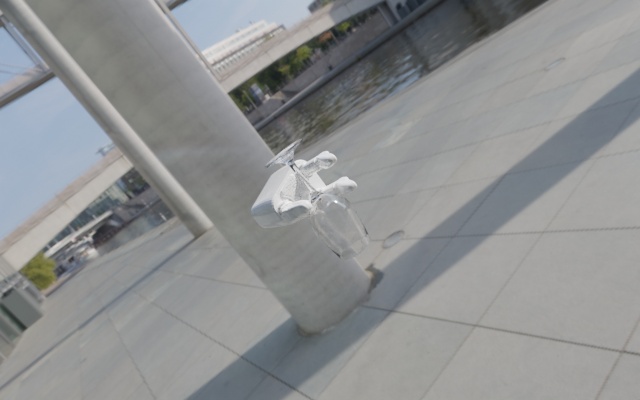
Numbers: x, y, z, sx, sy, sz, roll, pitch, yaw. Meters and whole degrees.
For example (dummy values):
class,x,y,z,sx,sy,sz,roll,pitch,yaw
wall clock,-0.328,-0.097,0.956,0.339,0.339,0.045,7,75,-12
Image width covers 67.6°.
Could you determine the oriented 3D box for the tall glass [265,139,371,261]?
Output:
class,x,y,z,sx,sy,sz,roll,pitch,yaw
tall glass,0.000,0.002,0.772,0.079,0.201,0.079,-35,13,9
